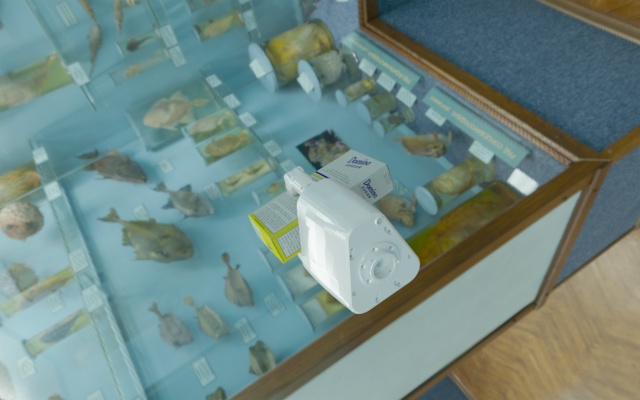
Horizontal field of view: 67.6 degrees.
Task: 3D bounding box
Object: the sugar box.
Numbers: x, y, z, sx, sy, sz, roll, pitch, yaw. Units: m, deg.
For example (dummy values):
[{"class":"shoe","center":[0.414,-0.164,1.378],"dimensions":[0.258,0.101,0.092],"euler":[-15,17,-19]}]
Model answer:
[{"class":"sugar box","center":[0.000,0.003,0.625],"dimensions":[0.176,0.048,0.093],"euler":[-31,30,-15]}]
